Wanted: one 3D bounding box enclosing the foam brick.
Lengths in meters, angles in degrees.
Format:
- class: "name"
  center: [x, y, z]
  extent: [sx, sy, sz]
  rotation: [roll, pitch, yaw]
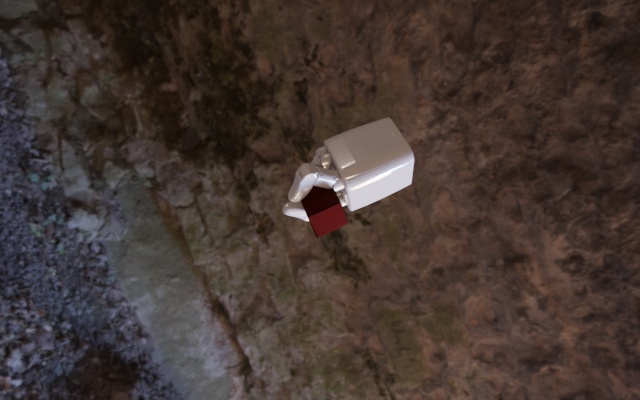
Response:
- class: "foam brick"
  center: [0.000, 0.003, 0.689]
  extent: [0.051, 0.078, 0.053]
  rotation: [-23, -40, -1]
